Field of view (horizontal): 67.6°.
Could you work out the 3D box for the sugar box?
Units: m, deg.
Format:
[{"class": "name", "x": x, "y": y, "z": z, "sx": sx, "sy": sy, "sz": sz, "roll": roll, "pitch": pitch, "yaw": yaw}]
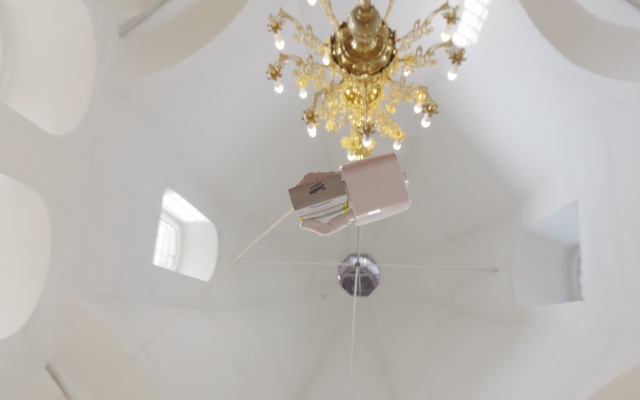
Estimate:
[{"class": "sugar box", "x": 0.000, "y": 0.002, "z": 0.867, "sx": 0.093, "sy": 0.048, "sz": 0.176, "roll": -17, "pitch": -15, "yaw": 0}]
